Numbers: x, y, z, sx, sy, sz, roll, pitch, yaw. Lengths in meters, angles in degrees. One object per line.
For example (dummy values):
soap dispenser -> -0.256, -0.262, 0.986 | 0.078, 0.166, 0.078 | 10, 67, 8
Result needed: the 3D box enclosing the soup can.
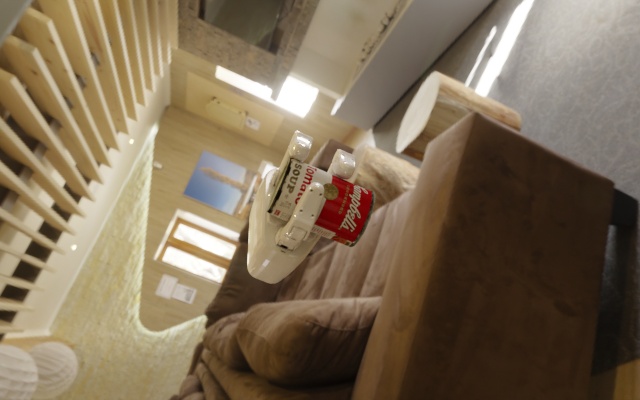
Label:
soup can -> 0.000, 0.001, 0.527 | 0.102, 0.068, 0.068 | 23, -4, -9
